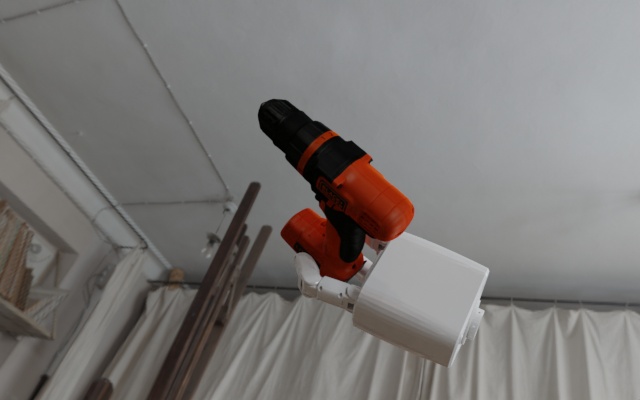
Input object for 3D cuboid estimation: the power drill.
[{"bbox_3d":[0.000,0.002,0.504,0.057,0.184,0.188,-38,-19,-25],"label":"power drill"}]
